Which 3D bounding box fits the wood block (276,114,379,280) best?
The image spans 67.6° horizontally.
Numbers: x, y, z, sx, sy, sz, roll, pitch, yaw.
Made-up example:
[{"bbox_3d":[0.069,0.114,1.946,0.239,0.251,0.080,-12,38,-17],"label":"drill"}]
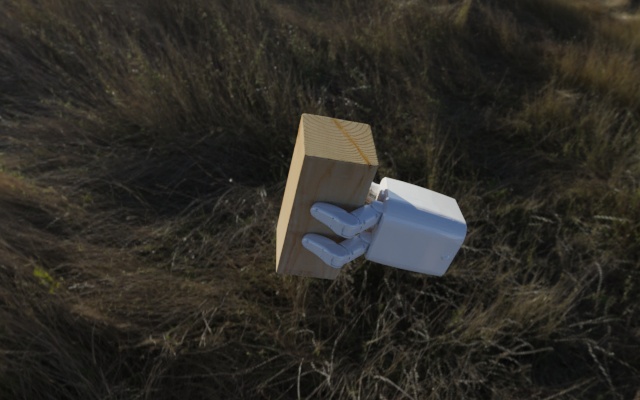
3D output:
[{"bbox_3d":[0.001,0.002,0.633,0.090,0.206,0.090,8,41,-10],"label":"wood block"}]
